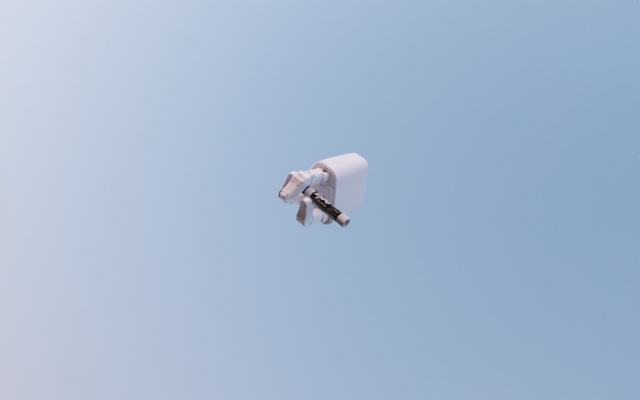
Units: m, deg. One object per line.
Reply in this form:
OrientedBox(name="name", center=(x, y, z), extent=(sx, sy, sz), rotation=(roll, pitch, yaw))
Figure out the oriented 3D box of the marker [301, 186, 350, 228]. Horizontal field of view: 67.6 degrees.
OrientedBox(name="marker", center=(0.000, 0.003, 0.795), extent=(0.121, 0.020, 0.020), rotation=(39, 20, 26))
